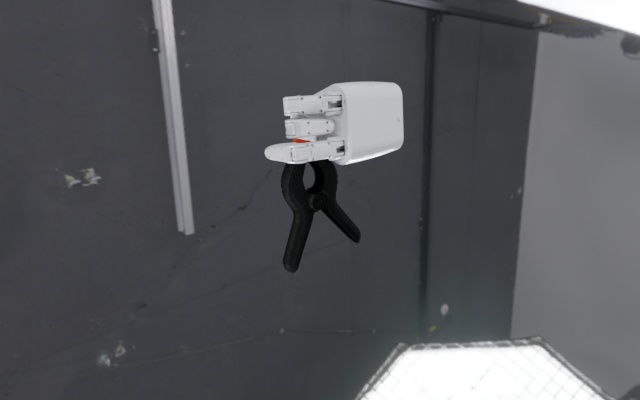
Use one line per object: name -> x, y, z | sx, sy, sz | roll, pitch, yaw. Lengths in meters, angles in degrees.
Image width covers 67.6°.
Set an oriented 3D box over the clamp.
clamp -> 0.000, 0.002, 0.626 | 0.120, 0.171, 0.039 | -15, 21, -36
